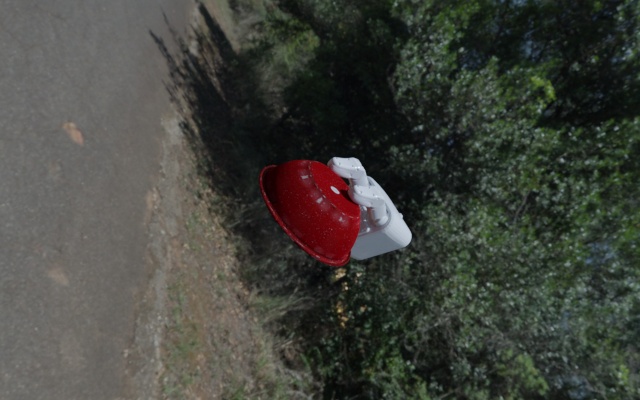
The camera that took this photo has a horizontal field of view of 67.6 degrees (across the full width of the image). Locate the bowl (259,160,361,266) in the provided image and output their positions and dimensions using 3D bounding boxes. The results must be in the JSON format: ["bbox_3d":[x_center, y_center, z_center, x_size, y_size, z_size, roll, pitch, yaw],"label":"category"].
[{"bbox_3d":[0.000,0.002,0.604,0.055,0.162,0.162,-41,-18,22],"label":"bowl"}]
